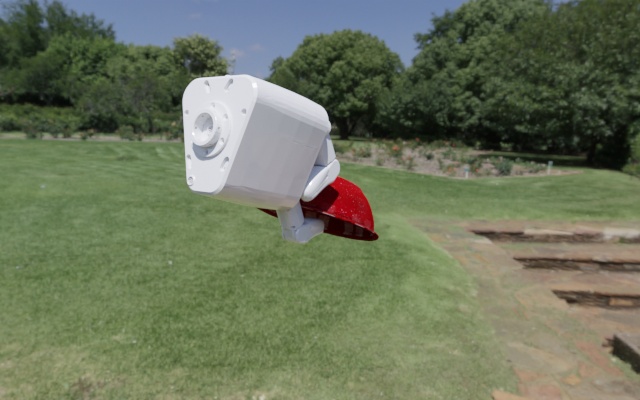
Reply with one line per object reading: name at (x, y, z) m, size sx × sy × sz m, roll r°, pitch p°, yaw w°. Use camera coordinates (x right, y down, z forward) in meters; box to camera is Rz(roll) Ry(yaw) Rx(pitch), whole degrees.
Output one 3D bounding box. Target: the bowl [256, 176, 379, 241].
bowl at (0.001, 0.002, 0.595) m, size 0.162 × 0.055 × 0.162 m, roll 16°, pitch -11°, yaw 3°
